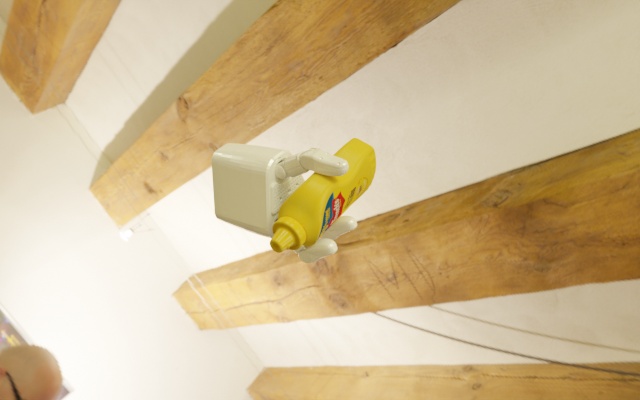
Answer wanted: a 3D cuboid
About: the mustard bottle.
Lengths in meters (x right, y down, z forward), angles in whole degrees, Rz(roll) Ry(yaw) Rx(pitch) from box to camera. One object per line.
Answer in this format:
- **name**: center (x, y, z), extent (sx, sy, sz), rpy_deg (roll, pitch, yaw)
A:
- **mustard bottle**: center (0.001, 0.002, 0.599), extent (0.058, 0.096, 0.191), rpy_deg (32, 47, 15)
